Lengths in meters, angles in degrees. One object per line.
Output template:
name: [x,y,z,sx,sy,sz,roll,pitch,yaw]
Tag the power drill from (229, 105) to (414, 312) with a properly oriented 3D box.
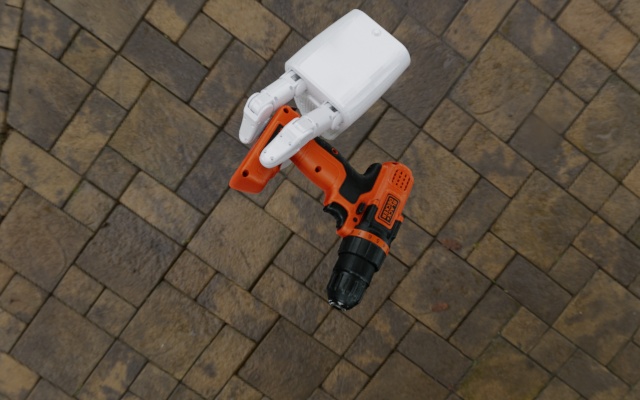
power drill: [0.000,0.001,0.518,0.188,0.184,0.057,34,-26,-14]
